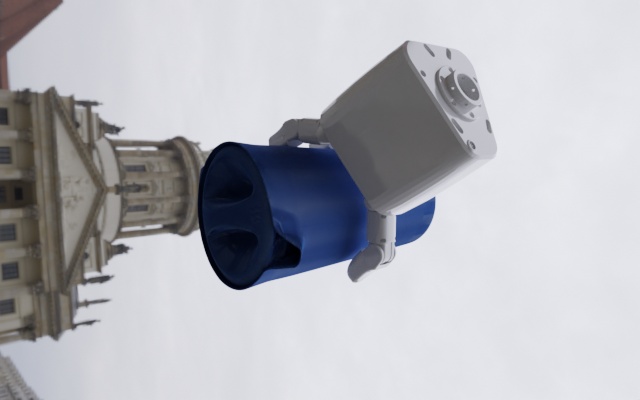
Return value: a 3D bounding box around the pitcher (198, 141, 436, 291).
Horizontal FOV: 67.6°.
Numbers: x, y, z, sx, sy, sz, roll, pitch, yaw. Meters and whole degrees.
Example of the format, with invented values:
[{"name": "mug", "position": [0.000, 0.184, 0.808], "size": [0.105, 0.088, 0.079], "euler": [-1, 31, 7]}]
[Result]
[{"name": "pitcher", "position": [0.000, 0.002, 0.505], "size": [0.243, 0.149, 0.145], "euler": [-5, -20, -40]}]
